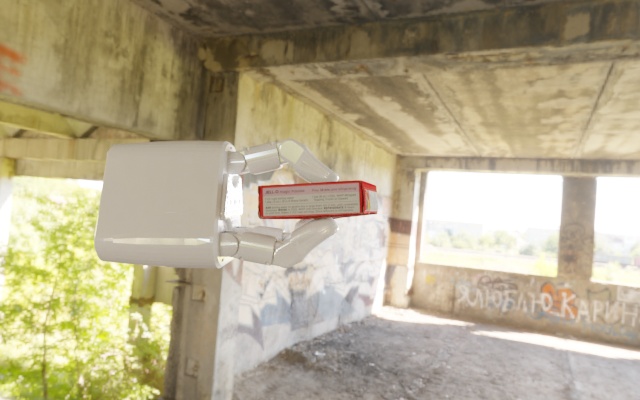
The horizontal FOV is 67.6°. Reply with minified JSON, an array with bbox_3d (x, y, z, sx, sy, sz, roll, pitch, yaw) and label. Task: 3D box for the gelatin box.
[{"bbox_3d":[0.000,0.001,0.410,0.089,0.030,0.073,-4,-3,15],"label":"gelatin box"}]
